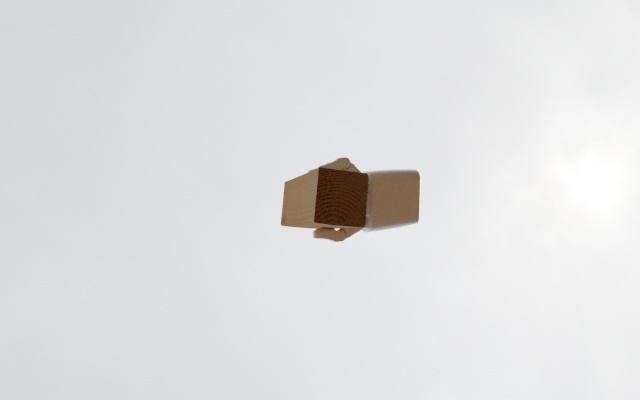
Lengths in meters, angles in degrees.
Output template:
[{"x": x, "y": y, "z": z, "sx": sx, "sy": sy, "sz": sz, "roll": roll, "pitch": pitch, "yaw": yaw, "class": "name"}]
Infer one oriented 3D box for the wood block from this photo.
[{"x": 0.000, "y": 0.003, "z": 0.854, "sx": 0.090, "sy": 0.091, "sz": 0.206, "roll": 6, "pitch": -6, "yaw": -19, "class": "wood block"}]
